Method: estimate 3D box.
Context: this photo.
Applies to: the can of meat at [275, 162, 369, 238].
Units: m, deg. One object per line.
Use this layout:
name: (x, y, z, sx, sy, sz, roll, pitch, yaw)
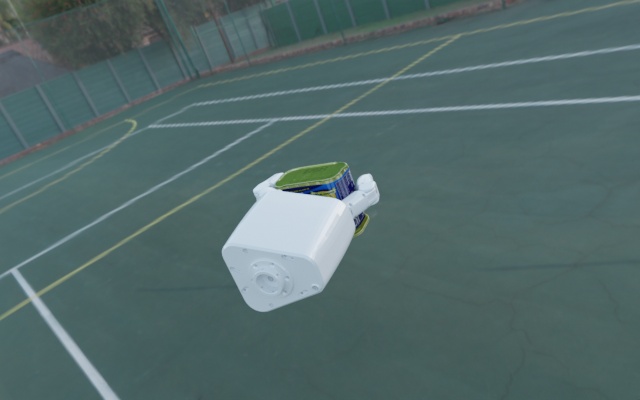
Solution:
can of meat: (0.000, 0.002, 0.608, 0.102, 0.084, 0.057, -7, 28, 30)
